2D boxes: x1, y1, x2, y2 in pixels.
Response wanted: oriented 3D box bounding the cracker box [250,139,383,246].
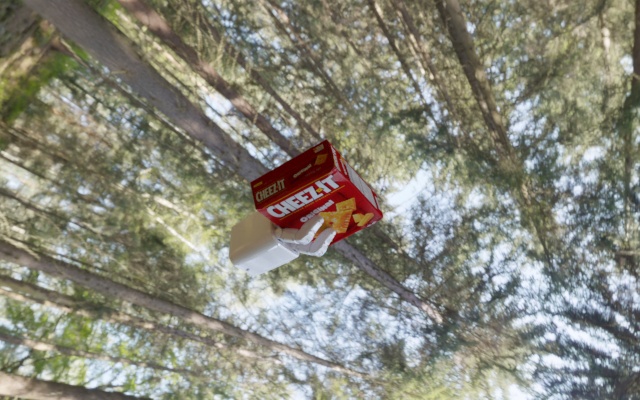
[{"bbox_3d":[0.000,0.003,0.890,0.164,0.072,0.214,-28,-37,16],"label":"cracker box"}]
